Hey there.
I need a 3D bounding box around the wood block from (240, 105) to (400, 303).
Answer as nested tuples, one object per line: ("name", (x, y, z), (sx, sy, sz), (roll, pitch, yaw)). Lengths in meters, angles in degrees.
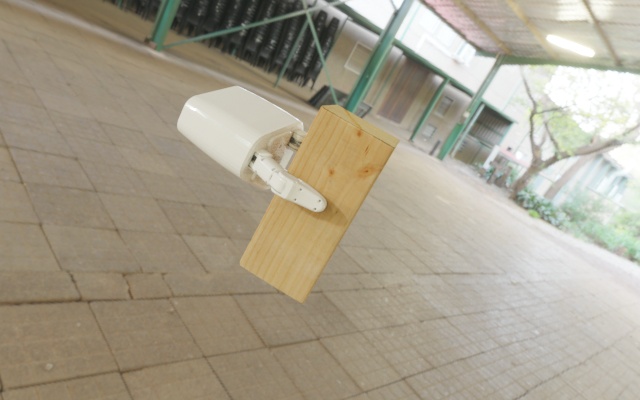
("wood block", (0.000, 0.002, 0.558), (0.090, 0.206, 0.091), (31, 17, 5))
